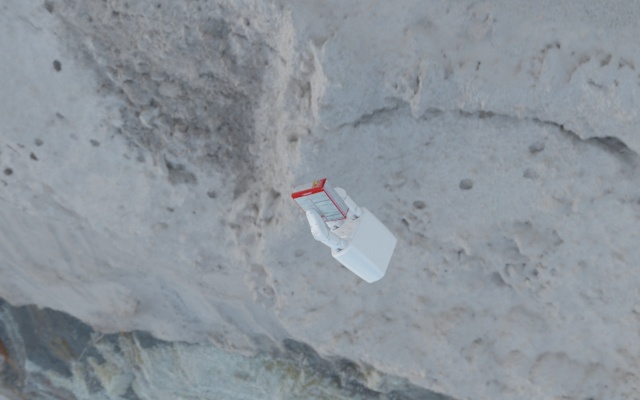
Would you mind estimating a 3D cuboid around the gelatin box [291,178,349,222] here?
[{"bbox_3d":[0.000,0.003,0.893,0.073,0.030,0.089,-13,-48,34],"label":"gelatin box"}]
